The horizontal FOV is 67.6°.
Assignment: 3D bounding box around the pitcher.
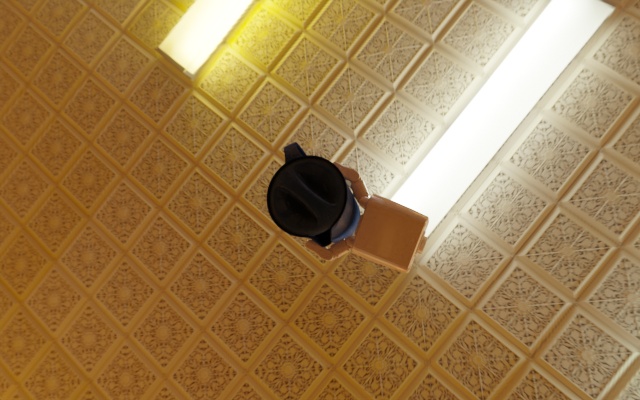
[{"bbox_3d":[0.000,0.003,0.865,0.145,0.149,0.243,21,-5,16],"label":"pitcher"}]
